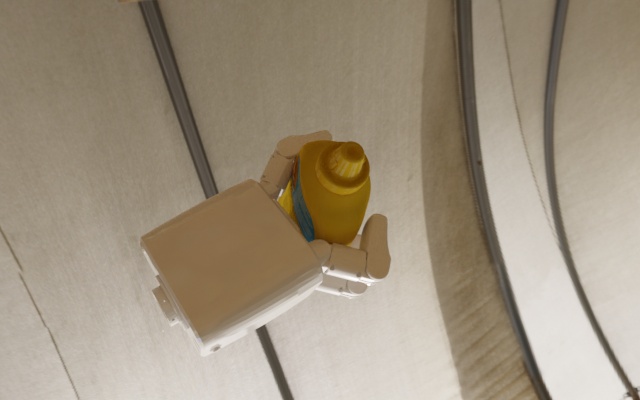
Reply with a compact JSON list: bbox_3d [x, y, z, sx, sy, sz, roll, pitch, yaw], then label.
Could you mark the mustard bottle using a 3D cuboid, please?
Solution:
[{"bbox_3d":[0.000,0.001,0.427,0.058,0.096,0.192,-4,-21,-16],"label":"mustard bottle"}]
